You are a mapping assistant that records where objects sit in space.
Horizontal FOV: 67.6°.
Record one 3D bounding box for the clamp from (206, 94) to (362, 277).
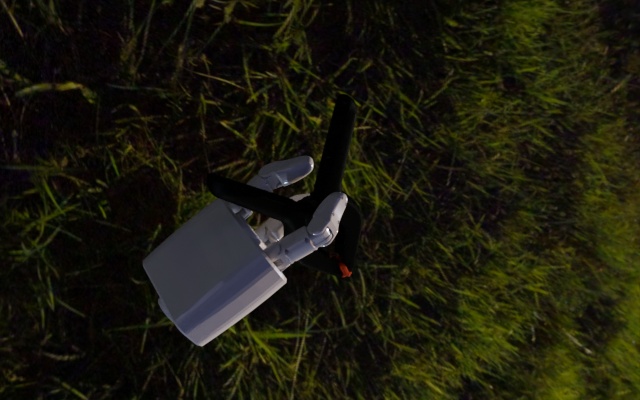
[{"bbox_3d":[0.000,0.003,0.509,0.164,0.210,0.036,-38,39,-6],"label":"clamp"}]
